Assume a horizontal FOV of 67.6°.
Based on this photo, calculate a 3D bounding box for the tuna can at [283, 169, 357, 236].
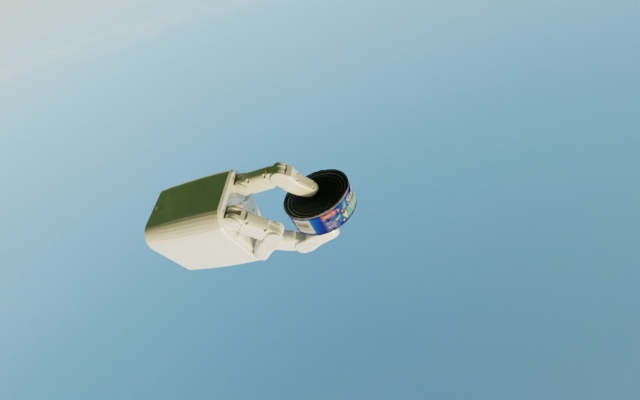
[{"bbox_3d":[0.000,0.002,0.584,0.086,0.034,0.086,-18,38,15],"label":"tuna can"}]
